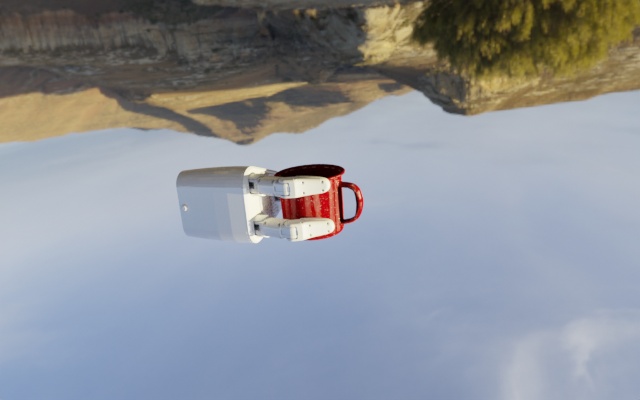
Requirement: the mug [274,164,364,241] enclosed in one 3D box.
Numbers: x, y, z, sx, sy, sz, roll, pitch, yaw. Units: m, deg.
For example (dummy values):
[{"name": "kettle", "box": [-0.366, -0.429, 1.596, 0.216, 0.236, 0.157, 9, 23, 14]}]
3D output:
[{"name": "mug", "box": [0.001, 0.002, 0.625, 0.117, 0.081, 0.093, 2, 18, 21]}]
